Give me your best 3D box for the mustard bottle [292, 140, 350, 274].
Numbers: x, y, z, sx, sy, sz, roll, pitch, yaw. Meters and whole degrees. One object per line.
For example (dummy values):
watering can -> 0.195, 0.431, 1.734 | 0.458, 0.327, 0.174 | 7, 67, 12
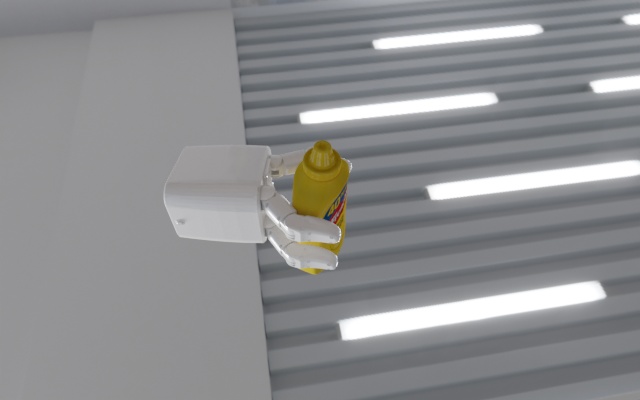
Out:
mustard bottle -> 0.000, 0.002, 0.560 | 0.058, 0.096, 0.192 | 21, -34, 15
